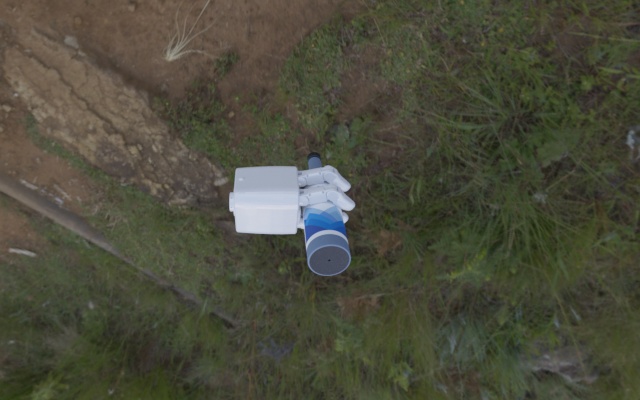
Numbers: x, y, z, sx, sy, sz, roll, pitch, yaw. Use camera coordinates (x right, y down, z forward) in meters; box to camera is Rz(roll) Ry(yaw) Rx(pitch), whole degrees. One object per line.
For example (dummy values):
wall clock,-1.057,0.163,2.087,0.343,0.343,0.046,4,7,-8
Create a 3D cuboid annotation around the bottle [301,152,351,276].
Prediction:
bottle,0.000,0.003,0.842,0.069,0.069,0.295,0,37,-7
